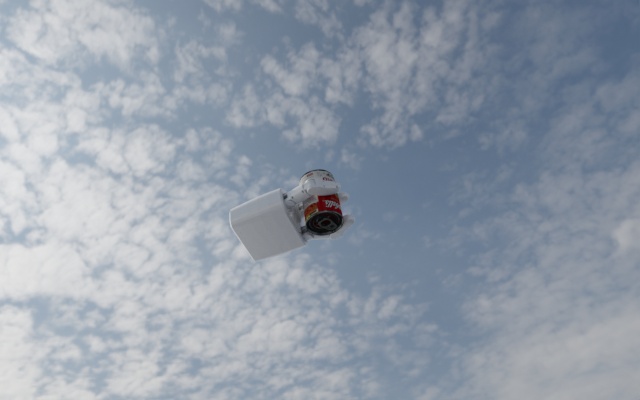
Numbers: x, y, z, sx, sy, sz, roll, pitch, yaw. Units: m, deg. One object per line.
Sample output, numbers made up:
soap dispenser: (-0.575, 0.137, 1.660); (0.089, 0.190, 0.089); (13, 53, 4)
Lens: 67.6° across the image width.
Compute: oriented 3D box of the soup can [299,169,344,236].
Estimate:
soup can: (0.001, 0.002, 0.856); (0.068, 0.102, 0.069); (-6, -40, -5)
